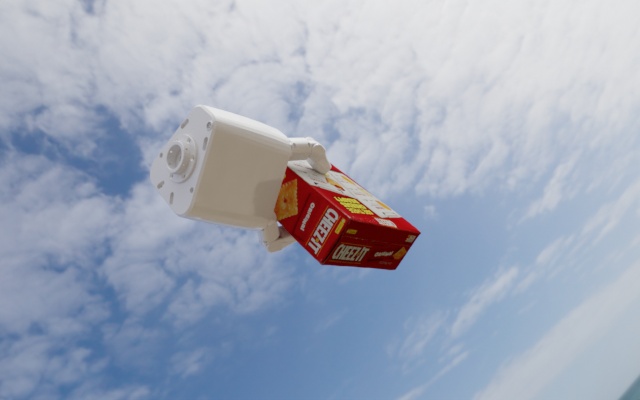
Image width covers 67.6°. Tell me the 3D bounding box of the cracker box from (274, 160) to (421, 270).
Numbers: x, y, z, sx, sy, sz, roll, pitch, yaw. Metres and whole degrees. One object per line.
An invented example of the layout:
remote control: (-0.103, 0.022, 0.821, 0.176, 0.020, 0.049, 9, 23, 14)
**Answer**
cracker box: (0.000, 0.002, 0.624, 0.164, 0.072, 0.213, 12, 23, -50)
